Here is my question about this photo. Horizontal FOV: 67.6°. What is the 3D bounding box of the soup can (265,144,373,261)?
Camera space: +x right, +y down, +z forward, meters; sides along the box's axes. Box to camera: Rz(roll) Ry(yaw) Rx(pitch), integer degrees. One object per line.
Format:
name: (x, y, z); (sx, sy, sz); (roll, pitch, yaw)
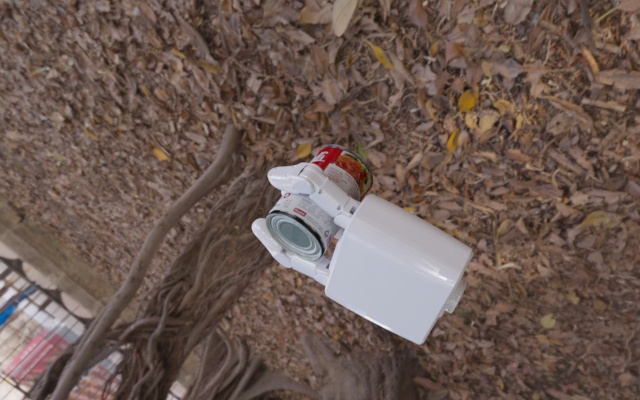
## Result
soup can: (-0.001, 0.001, 0.481); (0.068, 0.068, 0.102); (0, 43, 45)
